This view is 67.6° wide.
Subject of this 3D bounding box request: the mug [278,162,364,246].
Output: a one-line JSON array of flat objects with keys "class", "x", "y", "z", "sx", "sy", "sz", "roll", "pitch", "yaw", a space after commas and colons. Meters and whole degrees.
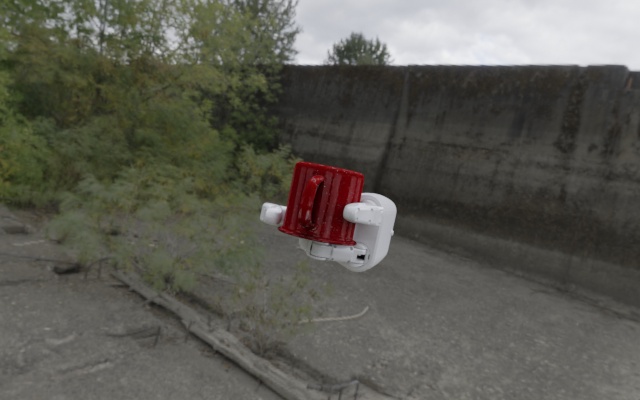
[{"class": "mug", "x": 0.000, "y": 0.001, "z": 0.535, "sx": 0.093, "sy": 0.081, "sz": 0.117, "roll": 12, "pitch": 2, "yaw": 18}]
